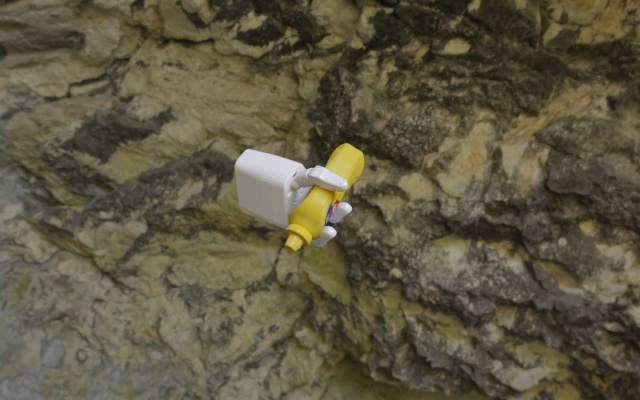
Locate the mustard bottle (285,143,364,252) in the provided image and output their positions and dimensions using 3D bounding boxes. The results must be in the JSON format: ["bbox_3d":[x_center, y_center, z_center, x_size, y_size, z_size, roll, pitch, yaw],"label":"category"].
[{"bbox_3d":[0.001,0.002,0.754,0.058,0.191,0.096,33,-29,3],"label":"mustard bottle"}]
